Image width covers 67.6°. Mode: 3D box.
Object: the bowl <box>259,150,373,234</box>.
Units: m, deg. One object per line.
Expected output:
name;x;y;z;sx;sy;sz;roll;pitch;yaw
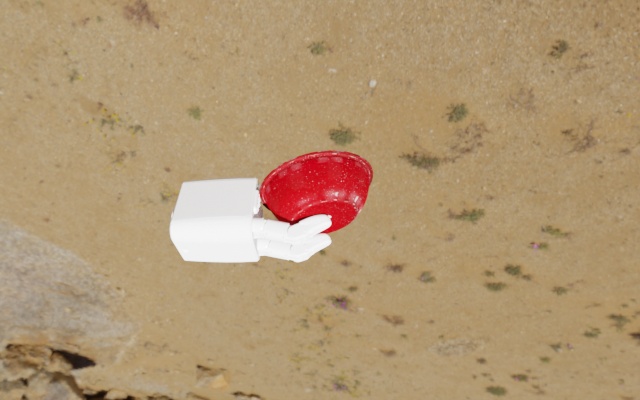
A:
bowl;0.001;0.002;0.651;0.162;0.055;0.162;-10;-31;-6
